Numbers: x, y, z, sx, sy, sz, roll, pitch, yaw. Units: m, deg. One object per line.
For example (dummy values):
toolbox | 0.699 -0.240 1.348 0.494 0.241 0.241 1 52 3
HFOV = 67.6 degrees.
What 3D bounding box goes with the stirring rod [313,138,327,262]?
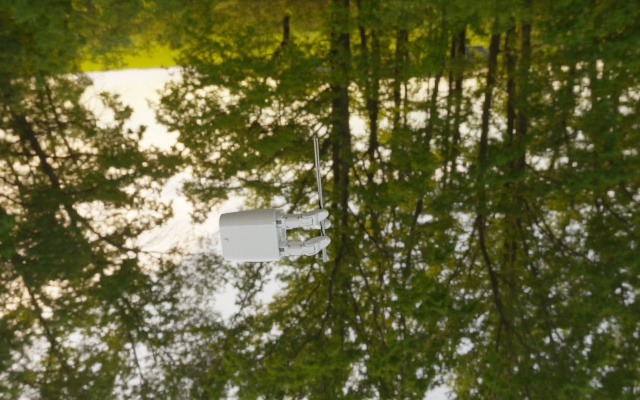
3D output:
stirring rod | 0.000 0.003 0.891 0.011 0.239 0.011 -4 17 1
